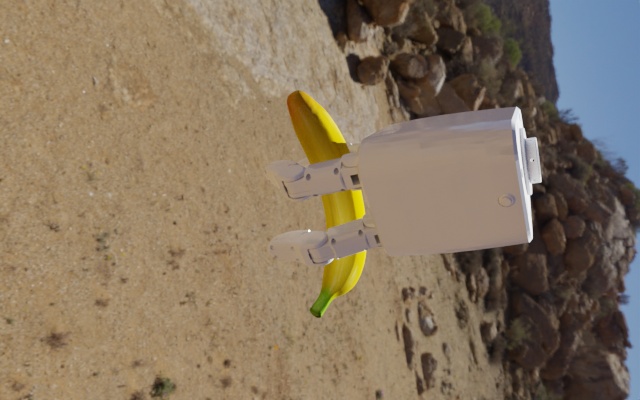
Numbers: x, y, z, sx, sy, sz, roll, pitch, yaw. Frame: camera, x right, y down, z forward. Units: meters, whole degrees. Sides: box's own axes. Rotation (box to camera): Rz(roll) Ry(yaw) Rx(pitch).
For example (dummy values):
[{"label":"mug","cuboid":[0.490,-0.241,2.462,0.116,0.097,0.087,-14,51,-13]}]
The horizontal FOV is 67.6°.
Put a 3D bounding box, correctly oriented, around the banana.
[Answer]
[{"label":"banana","cuboid":[0.011,0.001,0.425,0.037,0.198,0.069,-1,11,35]}]
